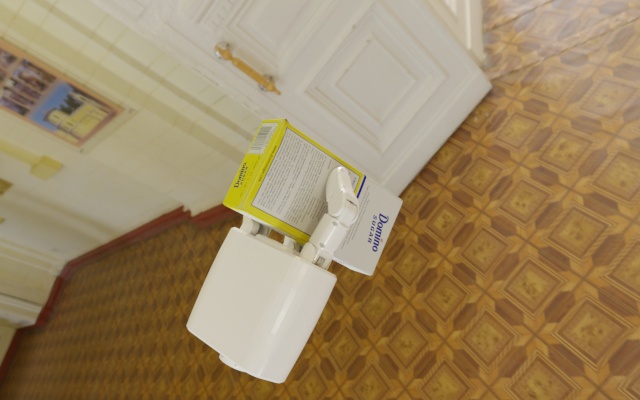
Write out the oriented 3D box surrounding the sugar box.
[{"bbox_3d":[0.000,0.002,0.482,0.176,0.093,0.048,32,-12,-37],"label":"sugar box"}]
